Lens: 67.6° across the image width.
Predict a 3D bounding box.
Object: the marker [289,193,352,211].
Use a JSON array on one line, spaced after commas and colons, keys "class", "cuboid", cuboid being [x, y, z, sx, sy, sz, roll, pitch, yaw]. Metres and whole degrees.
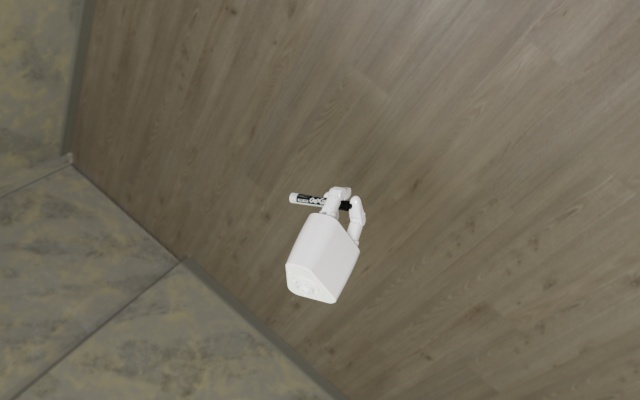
[{"class": "marker", "cuboid": [0.000, 0.003, 0.852, 0.121, 0.020, 0.020, 8, 4, 27]}]
